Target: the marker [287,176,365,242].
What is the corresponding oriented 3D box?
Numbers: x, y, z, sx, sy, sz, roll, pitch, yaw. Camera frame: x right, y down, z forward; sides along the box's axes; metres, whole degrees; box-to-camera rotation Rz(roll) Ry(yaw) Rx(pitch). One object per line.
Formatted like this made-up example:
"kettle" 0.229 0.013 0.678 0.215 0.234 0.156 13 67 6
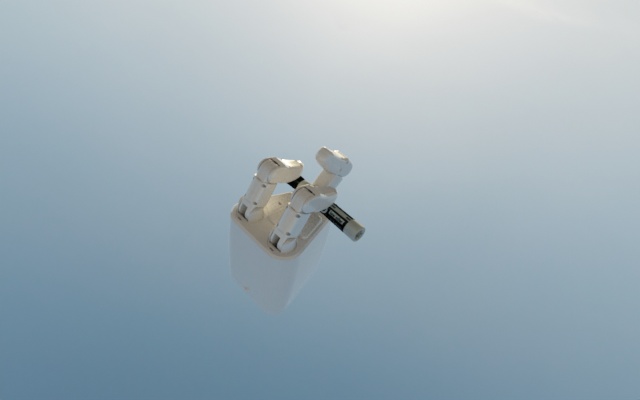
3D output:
"marker" 0.000 0.002 0.525 0.121 0.020 0.020 40 22 28
